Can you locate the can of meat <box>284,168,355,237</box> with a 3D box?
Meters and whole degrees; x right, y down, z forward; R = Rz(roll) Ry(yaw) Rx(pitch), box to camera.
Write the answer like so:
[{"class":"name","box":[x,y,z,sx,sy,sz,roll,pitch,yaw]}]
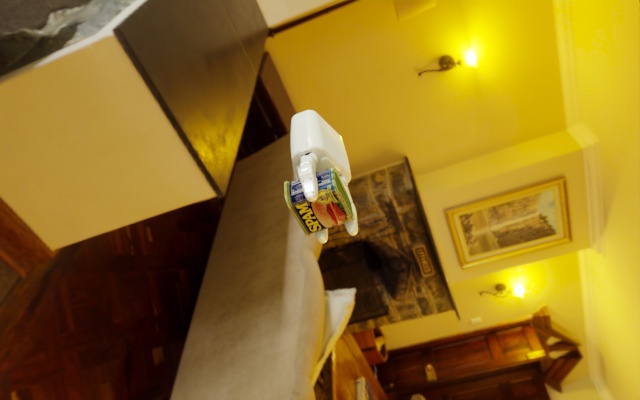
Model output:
[{"class":"can of meat","box":[0.000,0.002,0.773,0.084,0.057,0.102,-18,-47,12]}]
